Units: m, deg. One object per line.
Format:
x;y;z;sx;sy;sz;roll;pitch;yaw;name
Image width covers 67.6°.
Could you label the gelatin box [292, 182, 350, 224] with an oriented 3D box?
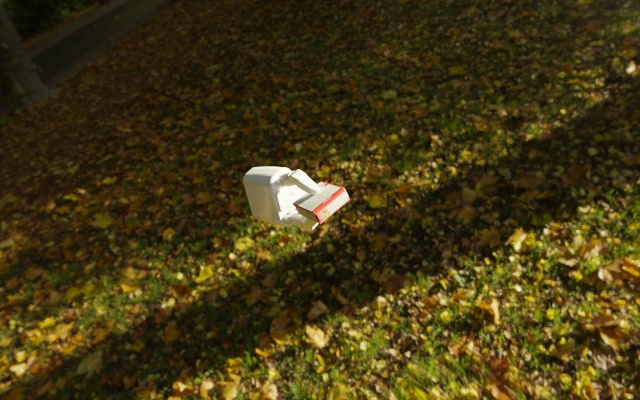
0.000;0.003;0.868;0.073;0.030;0.089;-39;25;-17;gelatin box
